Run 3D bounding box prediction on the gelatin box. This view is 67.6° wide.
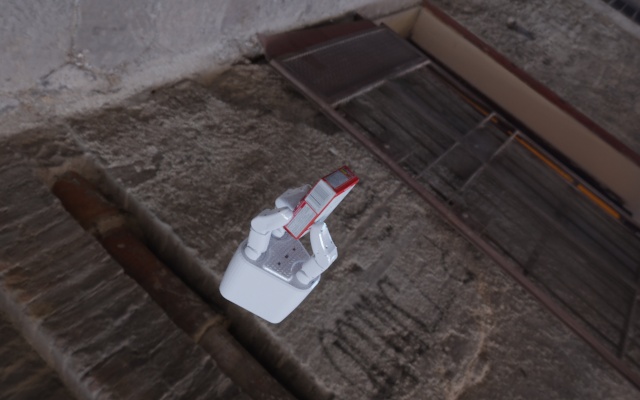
[{"bbox_3d":[0.001,0.002,0.596,0.089,0.030,0.073,-49,-9,30],"label":"gelatin box"}]
